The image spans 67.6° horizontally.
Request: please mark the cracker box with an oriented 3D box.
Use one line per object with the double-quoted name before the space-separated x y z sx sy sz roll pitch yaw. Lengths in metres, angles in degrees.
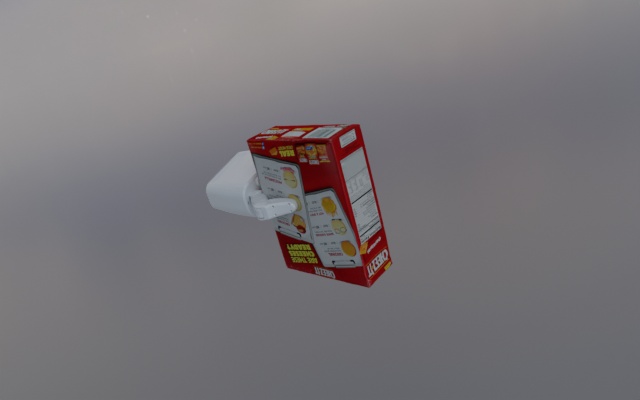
"cracker box" 0.000 0.002 0.670 0.164 0.214 0.072 6 31 43
